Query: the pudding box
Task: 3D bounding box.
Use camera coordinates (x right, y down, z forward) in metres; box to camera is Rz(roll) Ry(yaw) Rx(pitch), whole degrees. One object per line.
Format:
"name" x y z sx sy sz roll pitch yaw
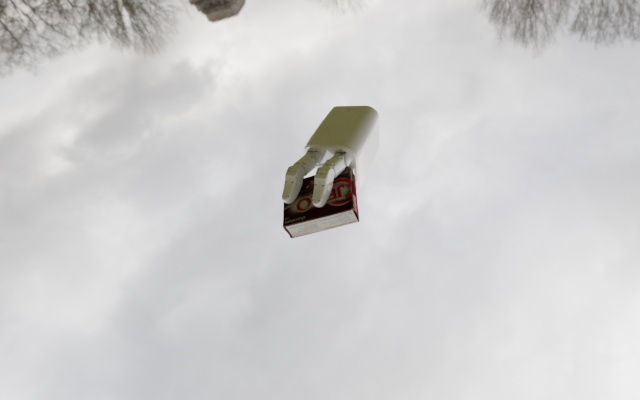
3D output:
"pudding box" 0.000 0.002 0.730 0.113 0.090 0.039 -17 -45 15
